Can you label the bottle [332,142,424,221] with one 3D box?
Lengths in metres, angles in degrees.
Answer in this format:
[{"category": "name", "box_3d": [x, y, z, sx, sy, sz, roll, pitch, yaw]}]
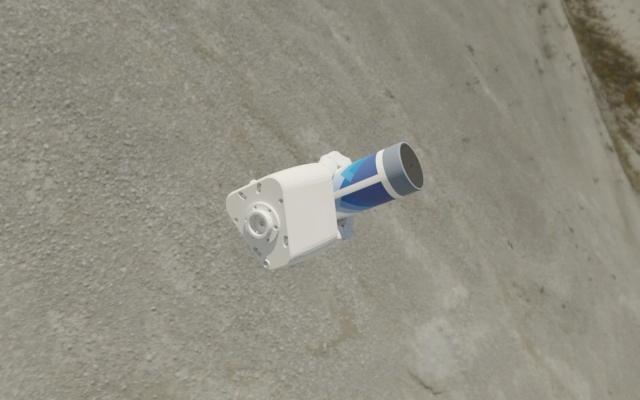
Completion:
[{"category": "bottle", "box_3d": [0.000, 0.002, 0.686, 0.296, 0.069, 0.069, -22, -12, 31]}]
